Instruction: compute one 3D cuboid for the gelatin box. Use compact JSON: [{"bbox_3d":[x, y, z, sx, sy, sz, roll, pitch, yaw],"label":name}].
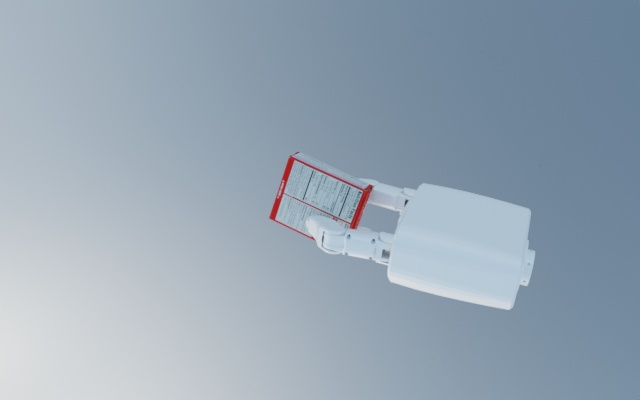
[{"bbox_3d":[0.000,0.002,0.487,0.089,0.073,0.030,24,22,12],"label":"gelatin box"}]
